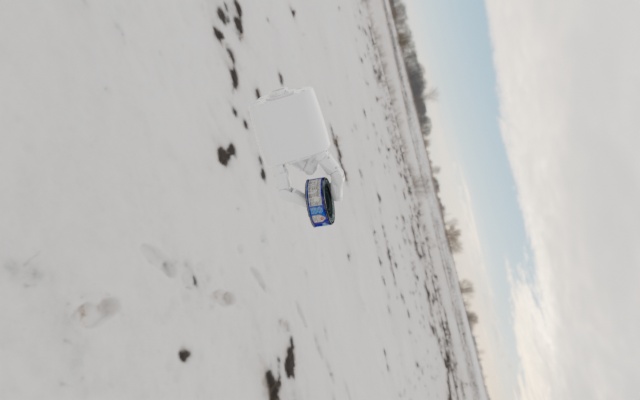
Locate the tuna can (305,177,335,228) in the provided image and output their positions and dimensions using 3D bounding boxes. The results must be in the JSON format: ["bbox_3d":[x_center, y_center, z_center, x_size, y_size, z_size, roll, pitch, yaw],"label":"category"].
[{"bbox_3d":[0.001,0.003,0.829,0.034,0.086,0.086,-9,-2,11],"label":"tuna can"}]
